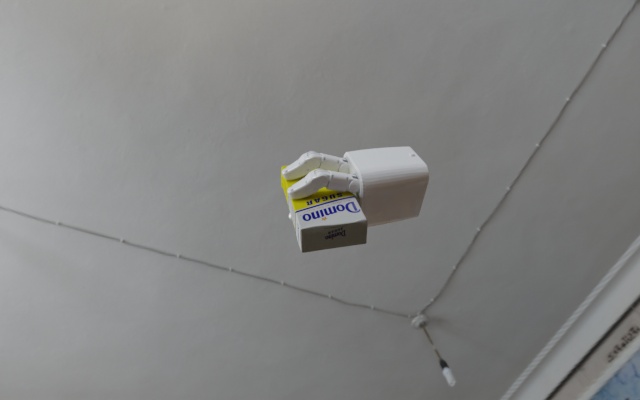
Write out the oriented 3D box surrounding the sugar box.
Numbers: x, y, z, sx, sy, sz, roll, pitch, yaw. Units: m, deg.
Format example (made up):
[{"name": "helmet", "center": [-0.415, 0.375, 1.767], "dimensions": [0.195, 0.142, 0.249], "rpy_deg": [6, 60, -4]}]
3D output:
[{"name": "sugar box", "center": [0.000, 0.002, 0.698], "dimensions": [0.093, 0.048, 0.176], "rpy_deg": [-7, 31, -11]}]
